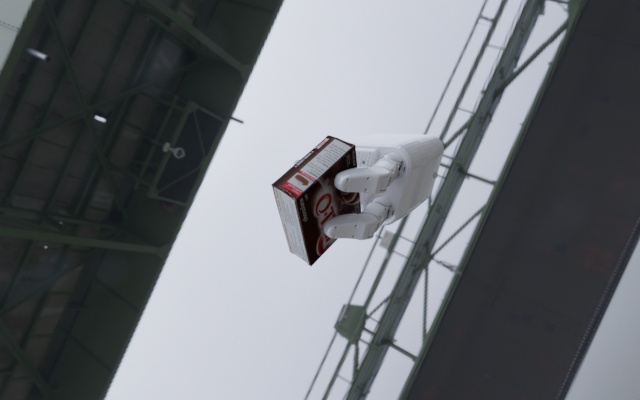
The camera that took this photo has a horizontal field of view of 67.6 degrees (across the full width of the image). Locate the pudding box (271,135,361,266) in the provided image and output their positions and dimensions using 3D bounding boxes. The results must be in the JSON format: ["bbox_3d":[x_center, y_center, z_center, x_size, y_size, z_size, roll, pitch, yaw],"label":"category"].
[{"bbox_3d":[0.000,0.002,0.500,0.039,0.114,0.090,28,58,31],"label":"pudding box"}]
